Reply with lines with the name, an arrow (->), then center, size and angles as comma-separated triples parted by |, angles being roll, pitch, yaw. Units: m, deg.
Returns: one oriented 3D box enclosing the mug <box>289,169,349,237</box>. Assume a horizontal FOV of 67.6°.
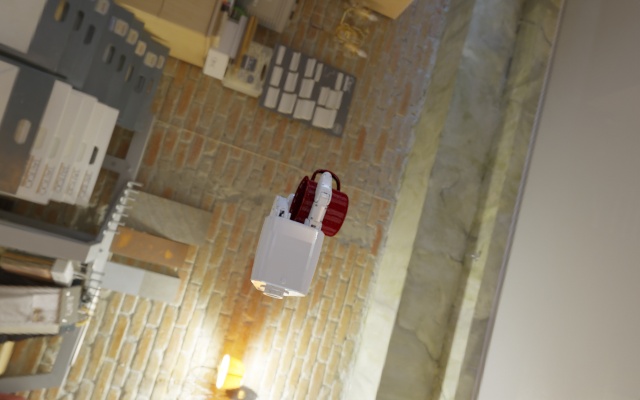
mug -> 0.001, 0.001, 0.832 | 0.081, 0.117, 0.093 | 20, -18, -13
